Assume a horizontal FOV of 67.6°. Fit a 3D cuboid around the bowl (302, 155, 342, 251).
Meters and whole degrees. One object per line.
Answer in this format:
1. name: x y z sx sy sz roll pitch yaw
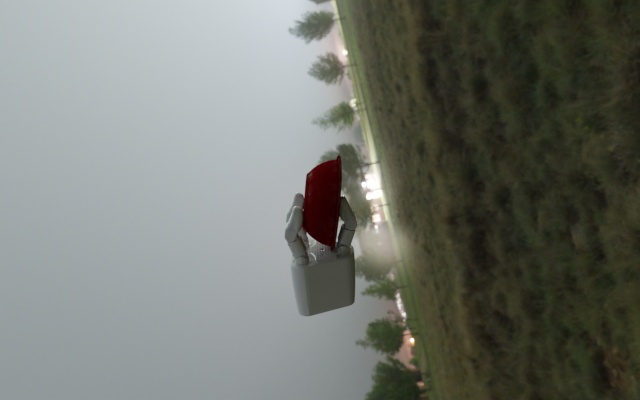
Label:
1. bowl: 0.000 0.001 0.803 0.055 0.162 0.162 5 0 -3
